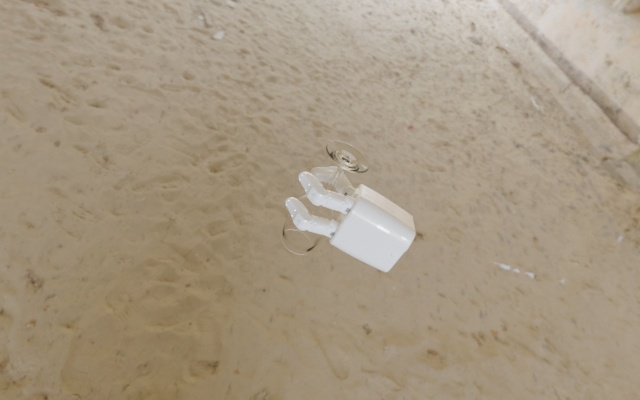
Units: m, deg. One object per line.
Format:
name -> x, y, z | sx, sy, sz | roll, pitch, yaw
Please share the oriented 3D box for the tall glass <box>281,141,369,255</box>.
tall glass -> 0.000, 0.002, 0.788 | 0.079, 0.201, 0.079 | 20, 36, -16
